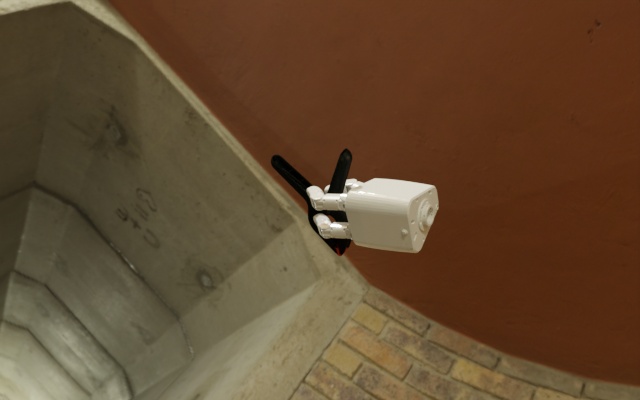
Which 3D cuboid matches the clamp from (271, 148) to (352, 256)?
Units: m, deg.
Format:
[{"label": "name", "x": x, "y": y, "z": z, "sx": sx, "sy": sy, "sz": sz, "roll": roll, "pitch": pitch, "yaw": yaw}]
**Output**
[{"label": "clamp", "x": 0.001, "y": 0.003, "z": 0.835, "sx": 0.164, "sy": 0.210, "sz": 0.036, "roll": 7, "pitch": 35, "yaw": 35}]
